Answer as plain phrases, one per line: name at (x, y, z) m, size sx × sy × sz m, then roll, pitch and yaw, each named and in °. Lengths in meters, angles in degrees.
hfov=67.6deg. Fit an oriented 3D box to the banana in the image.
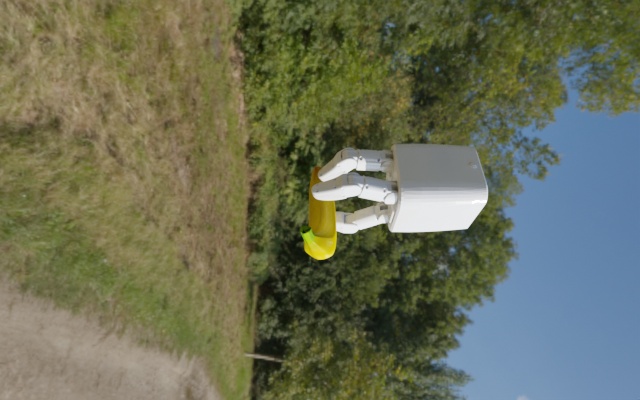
banana at (0.001, 0.020, 0.600) m, size 0.037 × 0.070 × 0.197 m, roll -2°, pitch 24°, yaw 3°
